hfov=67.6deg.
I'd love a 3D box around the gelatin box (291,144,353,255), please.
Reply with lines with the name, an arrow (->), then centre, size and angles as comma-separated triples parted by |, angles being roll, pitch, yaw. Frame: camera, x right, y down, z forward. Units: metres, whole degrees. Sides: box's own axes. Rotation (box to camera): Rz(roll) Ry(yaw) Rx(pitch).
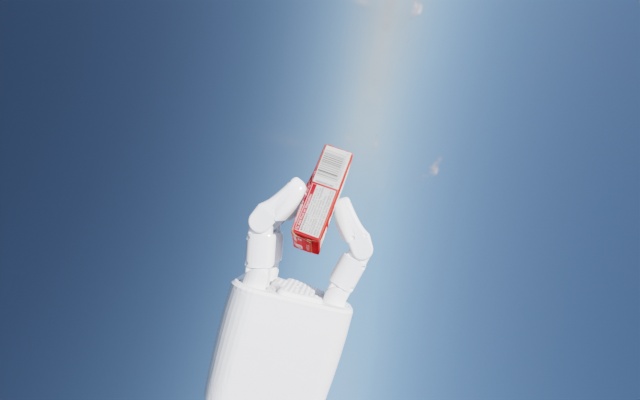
gelatin box -> 0.001, 0.001, 0.448 | 0.030, 0.089, 0.073 | 20, -14, 4
